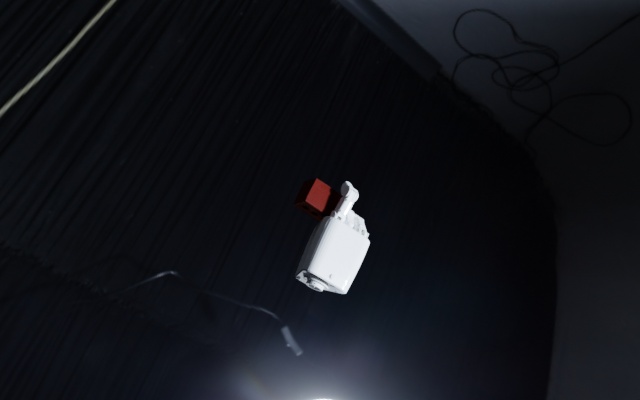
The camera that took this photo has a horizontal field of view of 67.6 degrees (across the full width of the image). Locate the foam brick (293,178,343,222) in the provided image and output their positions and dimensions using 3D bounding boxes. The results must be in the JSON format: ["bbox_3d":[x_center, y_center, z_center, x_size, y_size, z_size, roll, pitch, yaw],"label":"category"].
[{"bbox_3d":[0.000,0.003,0.876,0.078,0.051,0.053,34,-19,-19],"label":"foam brick"}]
